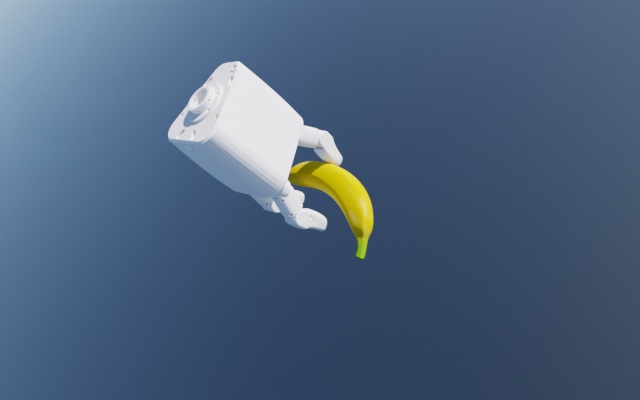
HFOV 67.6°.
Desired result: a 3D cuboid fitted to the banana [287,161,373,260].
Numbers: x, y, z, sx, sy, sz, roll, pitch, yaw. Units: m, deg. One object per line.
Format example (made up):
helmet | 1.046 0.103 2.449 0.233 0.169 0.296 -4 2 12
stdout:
banana | 0.013 -0.011 0.608 0.037 0.069 0.197 32 11 -42
